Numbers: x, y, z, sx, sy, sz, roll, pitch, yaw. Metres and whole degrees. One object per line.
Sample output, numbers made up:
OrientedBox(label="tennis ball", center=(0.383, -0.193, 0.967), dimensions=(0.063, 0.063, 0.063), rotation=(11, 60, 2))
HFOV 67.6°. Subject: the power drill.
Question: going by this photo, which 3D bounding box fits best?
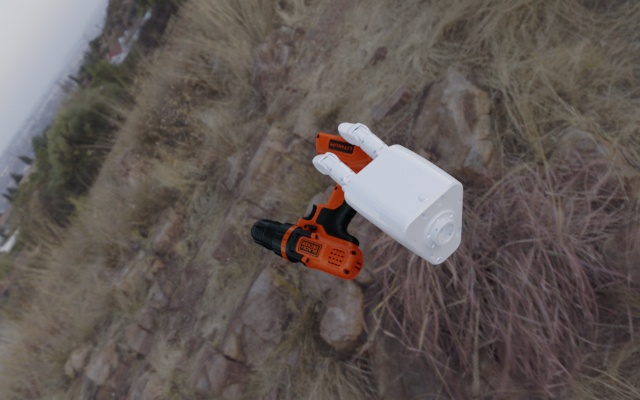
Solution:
OrientedBox(label="power drill", center=(0.000, 0.002, 0.676), dimensions=(0.184, 0.187, 0.057), rotation=(17, -8, 31))
